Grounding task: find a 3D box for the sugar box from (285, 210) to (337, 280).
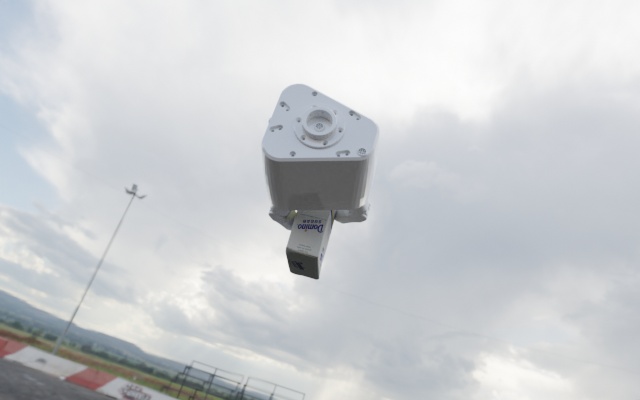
[{"bbox_3d":[0.000,0.002,0.606,0.048,0.176,0.093,15,-25,7],"label":"sugar box"}]
